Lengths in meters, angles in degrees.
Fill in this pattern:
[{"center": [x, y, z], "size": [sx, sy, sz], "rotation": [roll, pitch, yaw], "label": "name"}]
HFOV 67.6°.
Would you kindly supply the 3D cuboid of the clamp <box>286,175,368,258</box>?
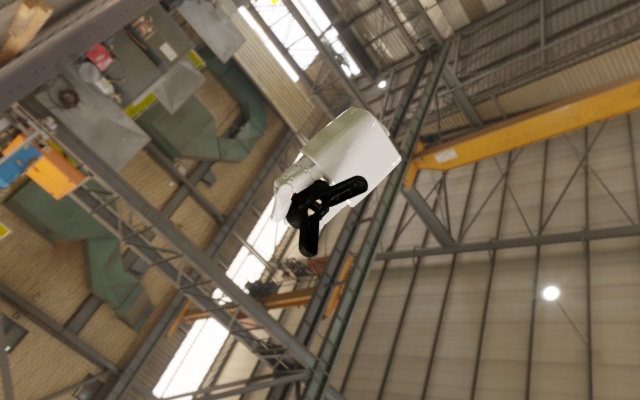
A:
[{"center": [0.000, 0.003, 0.644], "size": [0.039, 0.120, 0.171], "rotation": [47, 0, -23], "label": "clamp"}]
